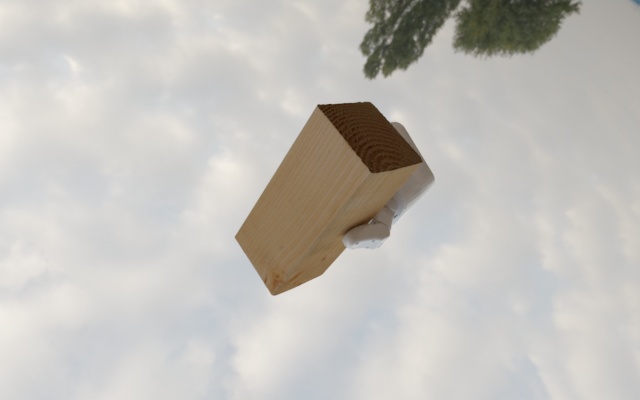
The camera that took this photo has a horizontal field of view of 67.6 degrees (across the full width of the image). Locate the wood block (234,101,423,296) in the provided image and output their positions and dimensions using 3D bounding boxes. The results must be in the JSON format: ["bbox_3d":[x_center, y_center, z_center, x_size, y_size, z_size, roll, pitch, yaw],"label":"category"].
[{"bbox_3d":[0.000,0.002,0.518,0.090,0.090,0.206,-15,-30,-46],"label":"wood block"}]
